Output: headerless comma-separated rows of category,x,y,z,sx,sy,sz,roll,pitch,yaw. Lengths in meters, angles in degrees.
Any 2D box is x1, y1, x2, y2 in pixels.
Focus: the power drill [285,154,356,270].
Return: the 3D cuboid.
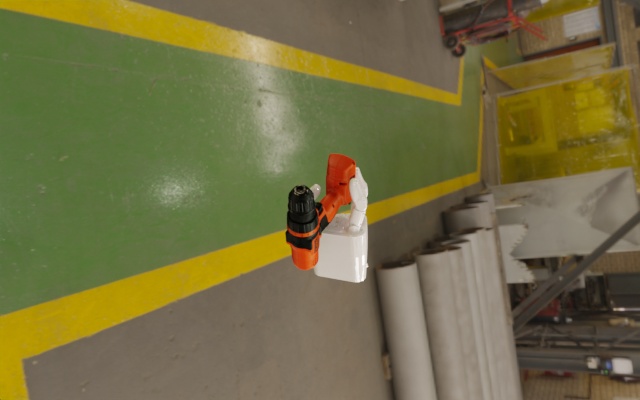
power drill,0.000,0.003,0.822,0.057,0.185,0.187,21,49,18
